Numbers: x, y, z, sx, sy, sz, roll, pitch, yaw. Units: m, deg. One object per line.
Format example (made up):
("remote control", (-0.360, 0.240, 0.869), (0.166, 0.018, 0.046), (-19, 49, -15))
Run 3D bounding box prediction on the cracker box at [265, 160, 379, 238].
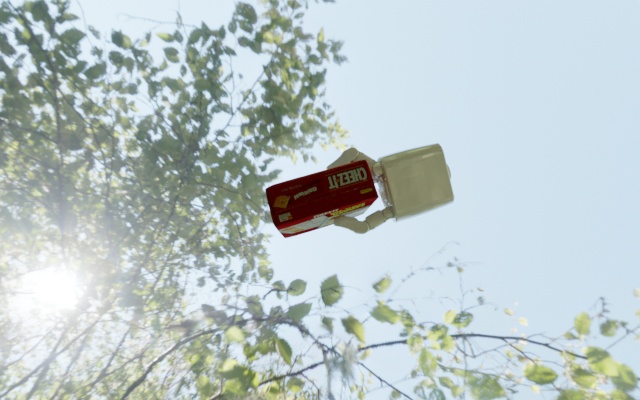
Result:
("cracker box", (0.000, 0.003, 0.816), (0.164, 0.072, 0.214), (-17, -8, -3))
